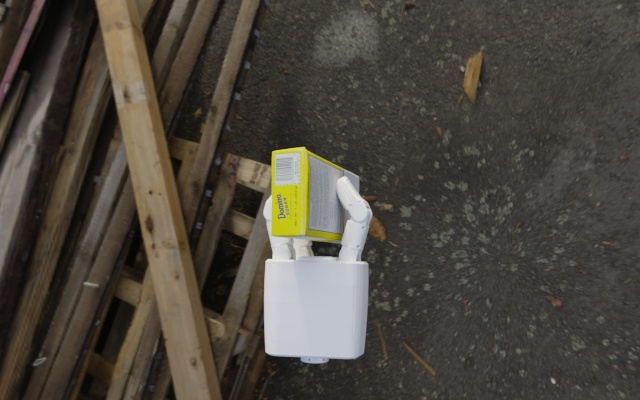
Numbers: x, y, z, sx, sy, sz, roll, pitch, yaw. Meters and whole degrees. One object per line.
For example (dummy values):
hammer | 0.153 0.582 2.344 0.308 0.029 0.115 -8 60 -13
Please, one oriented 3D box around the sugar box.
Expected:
sugar box | 0.000 0.002 0.568 0.048 0.093 0.176 -2 -8 20
